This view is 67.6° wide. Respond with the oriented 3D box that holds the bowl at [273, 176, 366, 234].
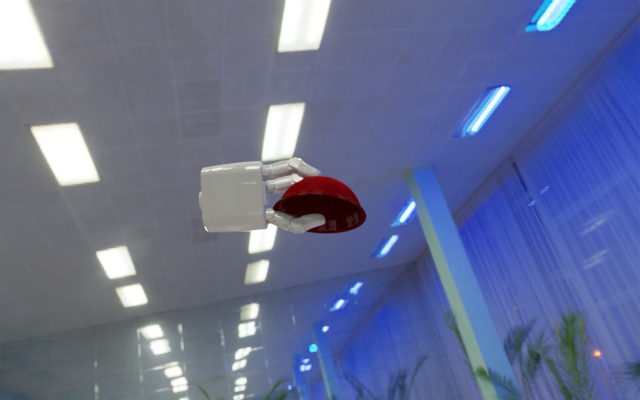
[{"bbox_3d":[0.001,0.003,0.832,0.162,0.055,0.162,4,-26,2],"label":"bowl"}]
